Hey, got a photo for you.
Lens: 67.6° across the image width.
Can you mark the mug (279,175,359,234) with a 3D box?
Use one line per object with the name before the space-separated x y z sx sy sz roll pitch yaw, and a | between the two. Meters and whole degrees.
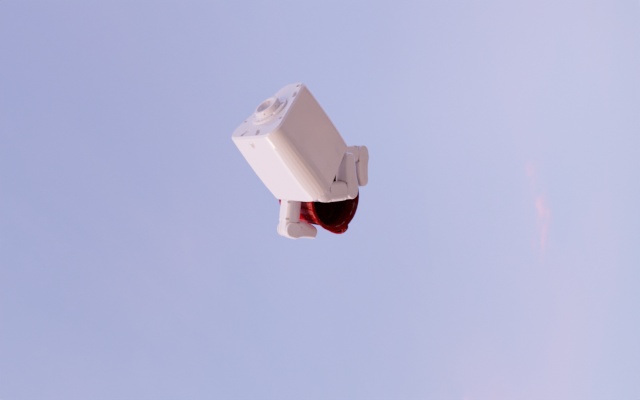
mug | 0.001 0.003 0.689 0.081 0.117 0.093 6 48 47
